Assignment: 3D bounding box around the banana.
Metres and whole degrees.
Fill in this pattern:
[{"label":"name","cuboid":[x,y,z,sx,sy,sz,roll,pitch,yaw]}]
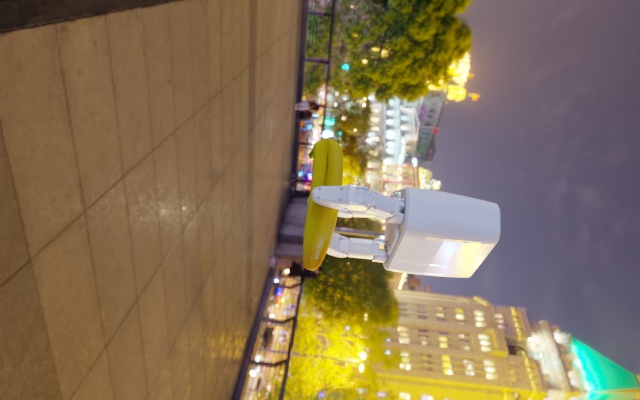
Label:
[{"label":"banana","cuboid":[0.004,-0.013,0.556,0.037,0.197,0.070,10,-45,-7]}]
